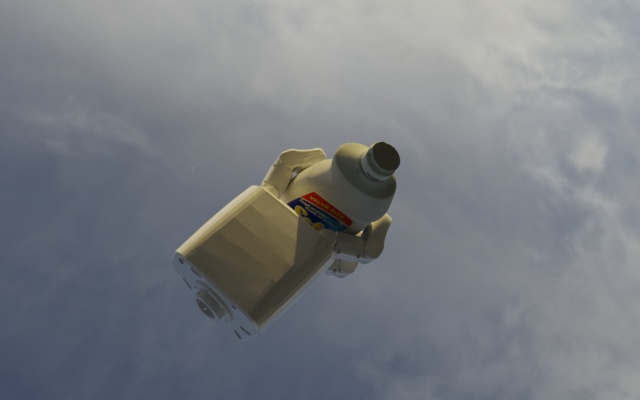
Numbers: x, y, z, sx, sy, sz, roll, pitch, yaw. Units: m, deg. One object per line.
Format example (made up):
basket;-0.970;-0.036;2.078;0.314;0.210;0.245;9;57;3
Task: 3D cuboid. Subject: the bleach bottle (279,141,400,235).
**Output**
bleach bottle;0.000;0.002;0.514;0.068;0.102;0.251;-44;1;-33
